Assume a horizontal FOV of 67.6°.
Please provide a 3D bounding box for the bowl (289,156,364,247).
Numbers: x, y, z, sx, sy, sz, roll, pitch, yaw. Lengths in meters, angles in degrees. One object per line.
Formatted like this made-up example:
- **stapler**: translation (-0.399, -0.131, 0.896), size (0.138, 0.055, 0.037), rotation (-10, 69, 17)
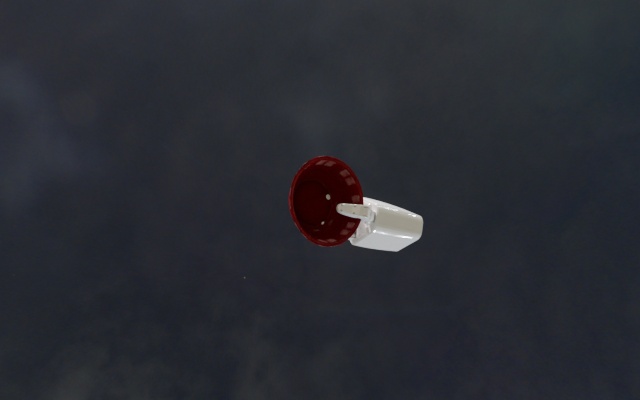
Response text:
- **bowl**: translation (-0.001, 0.002, 0.867), size (0.162, 0.162, 0.055), rotation (0, -3, -35)
